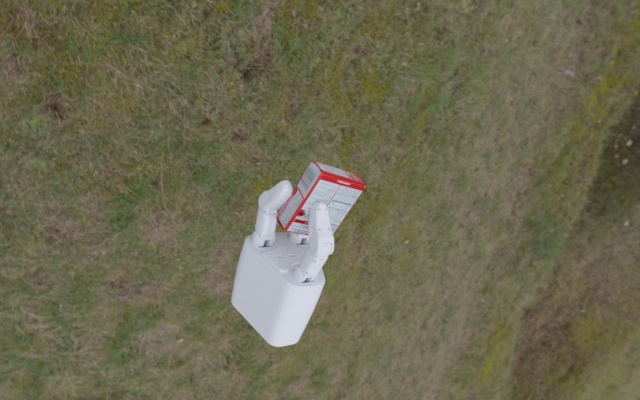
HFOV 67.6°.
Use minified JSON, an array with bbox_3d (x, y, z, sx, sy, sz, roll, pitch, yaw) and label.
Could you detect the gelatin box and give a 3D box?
[{"bbox_3d":[0.000,0.002,0.569,0.073,0.089,0.030,14,30,-40],"label":"gelatin box"}]
